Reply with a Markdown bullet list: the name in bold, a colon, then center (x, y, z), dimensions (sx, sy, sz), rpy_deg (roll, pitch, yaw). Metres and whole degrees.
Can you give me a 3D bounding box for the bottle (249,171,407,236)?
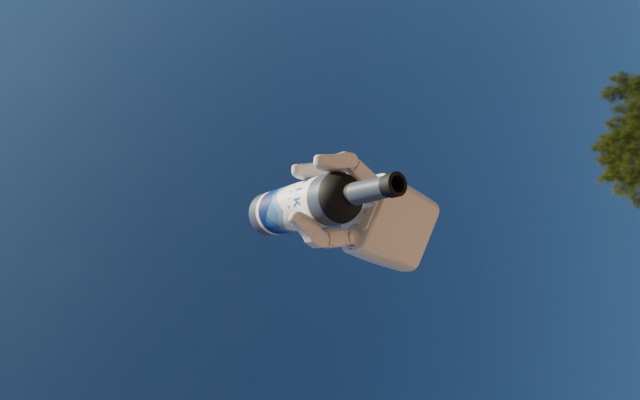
- **bottle**: center (0.000, 0.002, 0.623), dimensions (0.069, 0.069, 0.296), rpy_deg (0, -8, -34)
